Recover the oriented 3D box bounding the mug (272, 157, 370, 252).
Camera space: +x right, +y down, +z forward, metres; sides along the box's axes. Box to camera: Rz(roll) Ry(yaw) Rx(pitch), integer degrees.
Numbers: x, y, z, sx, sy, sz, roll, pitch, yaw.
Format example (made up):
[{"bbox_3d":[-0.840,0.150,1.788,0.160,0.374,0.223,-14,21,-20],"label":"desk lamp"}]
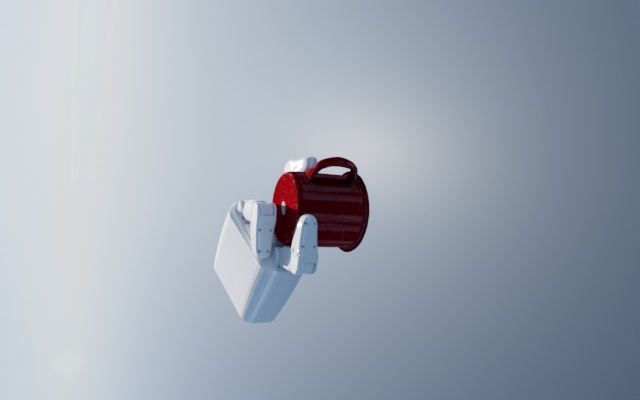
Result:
[{"bbox_3d":[0.000,0.001,0.523,0.081,0.117,0.093,4,42,-26],"label":"mug"}]
